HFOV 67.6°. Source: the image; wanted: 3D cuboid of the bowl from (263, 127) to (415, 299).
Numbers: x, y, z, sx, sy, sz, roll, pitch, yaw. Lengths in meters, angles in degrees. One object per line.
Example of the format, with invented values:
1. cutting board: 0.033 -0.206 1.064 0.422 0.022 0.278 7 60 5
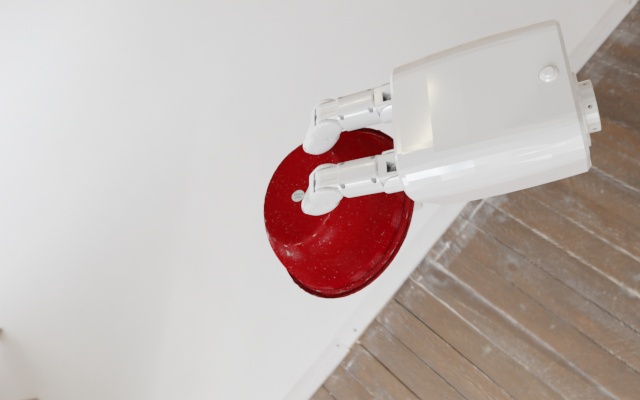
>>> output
1. bowl: -0.001 0.002 0.420 0.162 0.162 0.055 0 -17 45
